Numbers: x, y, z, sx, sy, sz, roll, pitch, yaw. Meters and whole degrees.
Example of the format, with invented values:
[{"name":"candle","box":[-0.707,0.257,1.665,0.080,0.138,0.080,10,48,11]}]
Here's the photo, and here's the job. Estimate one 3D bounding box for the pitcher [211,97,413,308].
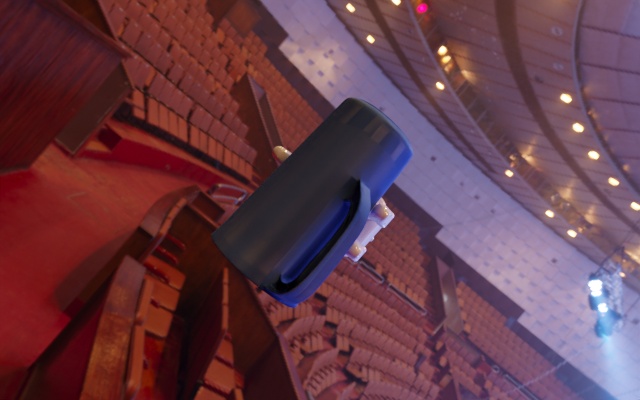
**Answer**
[{"name":"pitcher","box":[0.000,0.002,0.567,0.149,0.243,0.145,41,-1,16]}]
